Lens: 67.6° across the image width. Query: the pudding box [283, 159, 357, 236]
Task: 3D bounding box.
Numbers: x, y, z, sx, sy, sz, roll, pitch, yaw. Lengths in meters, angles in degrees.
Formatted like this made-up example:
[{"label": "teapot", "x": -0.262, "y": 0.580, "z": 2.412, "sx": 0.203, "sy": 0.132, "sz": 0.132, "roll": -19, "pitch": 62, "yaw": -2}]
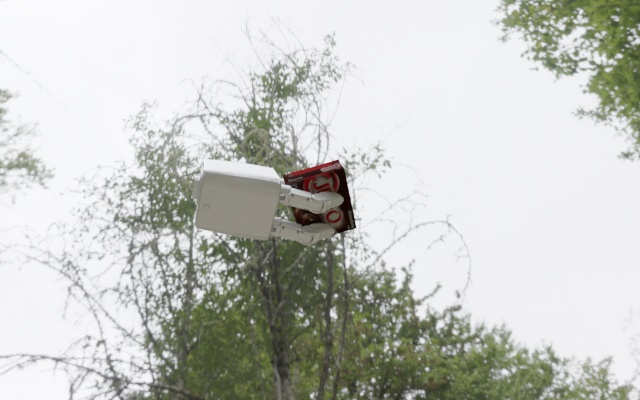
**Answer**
[{"label": "pudding box", "x": 0.000, "y": 0.002, "z": 0.726, "sx": 0.090, "sy": 0.114, "sz": 0.039, "roll": -16, "pitch": 33, "yaw": -3}]
